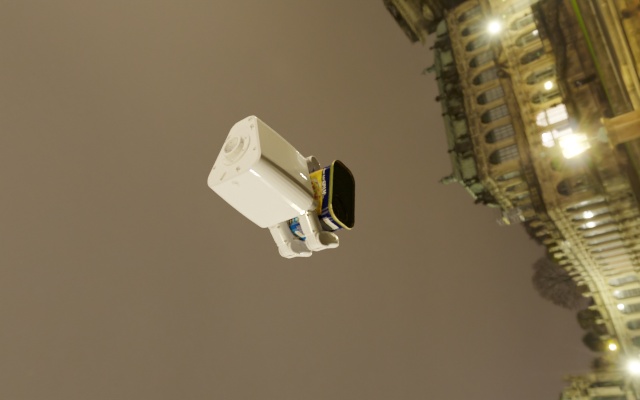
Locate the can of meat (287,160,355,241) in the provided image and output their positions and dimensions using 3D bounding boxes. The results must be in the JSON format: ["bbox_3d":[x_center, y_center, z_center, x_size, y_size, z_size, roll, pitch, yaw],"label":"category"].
[{"bbox_3d":[0.000,0.002,0.696,0.084,0.102,0.057,-20,-40,31],"label":"can of meat"}]
